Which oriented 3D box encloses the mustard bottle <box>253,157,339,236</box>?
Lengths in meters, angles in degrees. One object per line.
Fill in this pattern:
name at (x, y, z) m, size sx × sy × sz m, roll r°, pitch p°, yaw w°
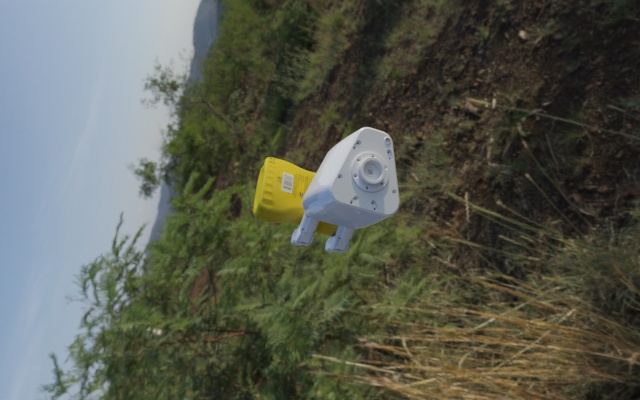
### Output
mustard bottle at (0.000, 0.002, 0.718) m, size 0.191 × 0.096 × 0.058 m, roll 15°, pitch -38°, yaw -15°
